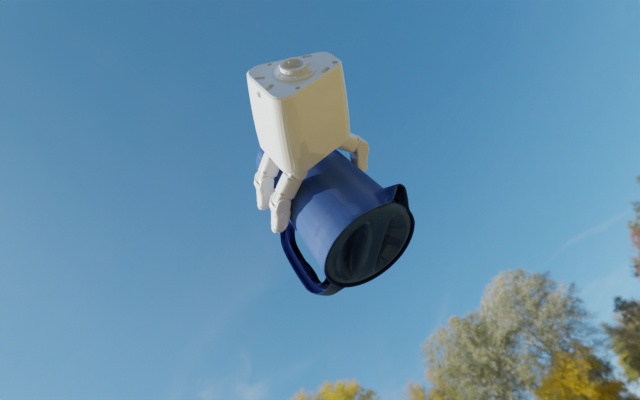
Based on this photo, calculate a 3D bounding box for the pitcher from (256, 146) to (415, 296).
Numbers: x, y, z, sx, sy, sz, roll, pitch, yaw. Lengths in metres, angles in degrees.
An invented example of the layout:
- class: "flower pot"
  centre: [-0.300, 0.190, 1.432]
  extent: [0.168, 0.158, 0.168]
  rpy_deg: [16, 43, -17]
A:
- class: "pitcher"
  centre: [0.000, 0.002, 0.663]
  extent: [0.149, 0.145, 0.242]
  rpy_deg: [-26, 46, -16]
